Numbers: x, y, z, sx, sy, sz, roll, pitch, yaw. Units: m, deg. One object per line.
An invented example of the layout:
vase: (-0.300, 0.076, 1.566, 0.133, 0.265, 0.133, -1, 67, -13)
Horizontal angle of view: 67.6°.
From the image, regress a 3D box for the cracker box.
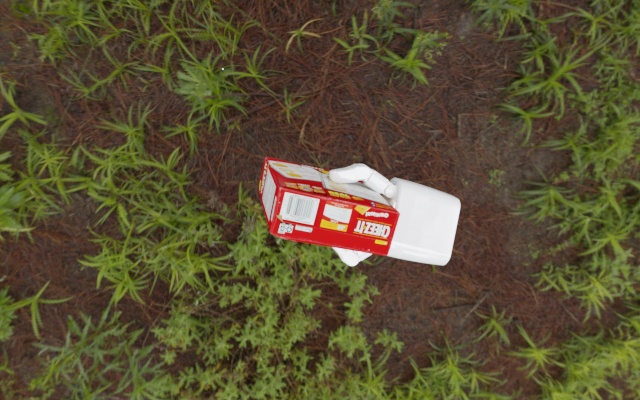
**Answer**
cracker box: (0.000, 0.002, 0.701, 0.164, 0.072, 0.213, 11, 13, -14)
